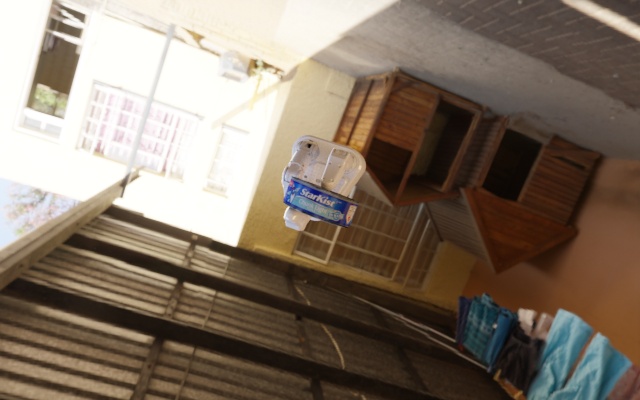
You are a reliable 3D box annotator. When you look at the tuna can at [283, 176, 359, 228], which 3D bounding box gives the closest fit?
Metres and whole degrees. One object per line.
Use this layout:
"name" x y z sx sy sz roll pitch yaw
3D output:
"tuna can" 0.000 0.002 0.564 0.086 0.034 0.086 21 3 -1
